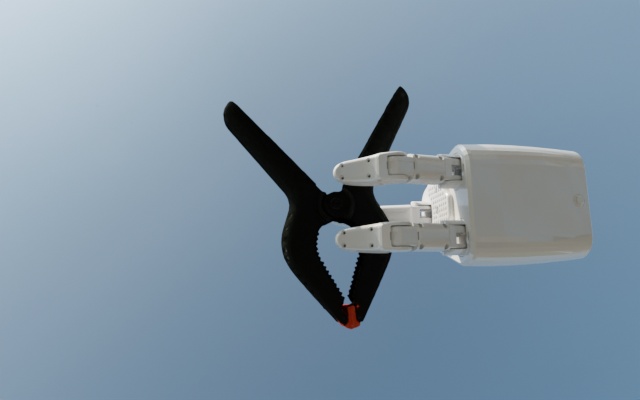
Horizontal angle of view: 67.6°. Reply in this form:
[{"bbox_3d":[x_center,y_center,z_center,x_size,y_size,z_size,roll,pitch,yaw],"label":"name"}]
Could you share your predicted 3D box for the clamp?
[{"bbox_3d":[0.000,0.002,0.408,0.164,0.210,0.036,0,-10,-6],"label":"clamp"}]
